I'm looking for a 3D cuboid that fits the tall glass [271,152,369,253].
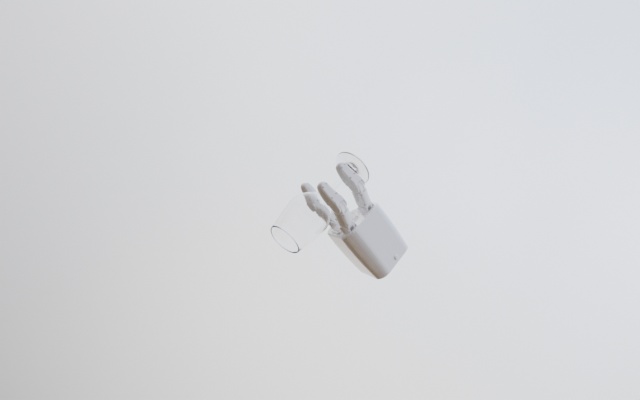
[{"bbox_3d":[0.000,0.002,0.842,0.079,0.079,0.201,0,39,52],"label":"tall glass"}]
